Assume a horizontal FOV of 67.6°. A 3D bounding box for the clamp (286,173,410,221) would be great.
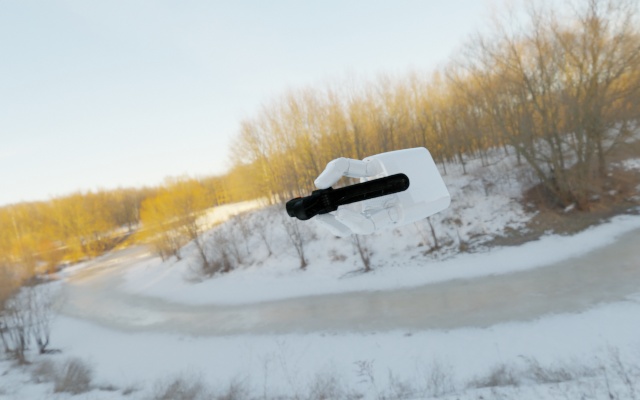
[{"bbox_3d":[0.000,0.001,0.670,0.164,0.036,0.210,-15,2,-31],"label":"clamp"}]
